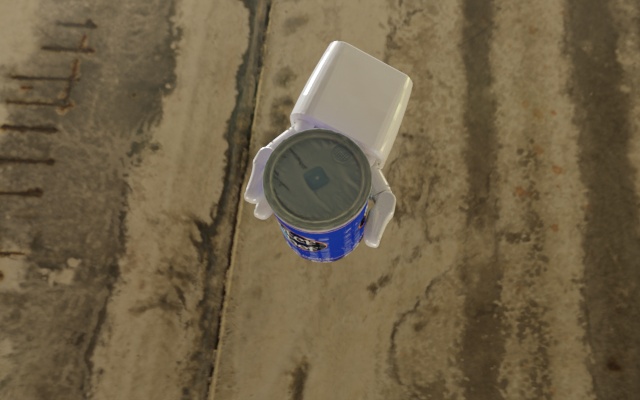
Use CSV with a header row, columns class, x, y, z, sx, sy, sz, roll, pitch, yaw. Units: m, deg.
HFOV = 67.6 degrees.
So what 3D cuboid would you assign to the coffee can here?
class,x,y,z,sx,sy,sz,roll,pitch,yaw
coffee can,0.000,0.002,0.508,0.103,0.102,0.140,0,-19,3
